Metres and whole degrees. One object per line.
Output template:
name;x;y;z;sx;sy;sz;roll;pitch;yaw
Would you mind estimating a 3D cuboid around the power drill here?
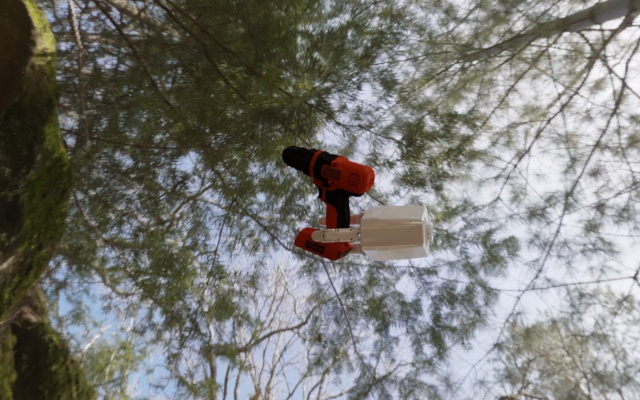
power drill;0.000;0.003;0.868;0.184;0.188;0.057;20;25;28
